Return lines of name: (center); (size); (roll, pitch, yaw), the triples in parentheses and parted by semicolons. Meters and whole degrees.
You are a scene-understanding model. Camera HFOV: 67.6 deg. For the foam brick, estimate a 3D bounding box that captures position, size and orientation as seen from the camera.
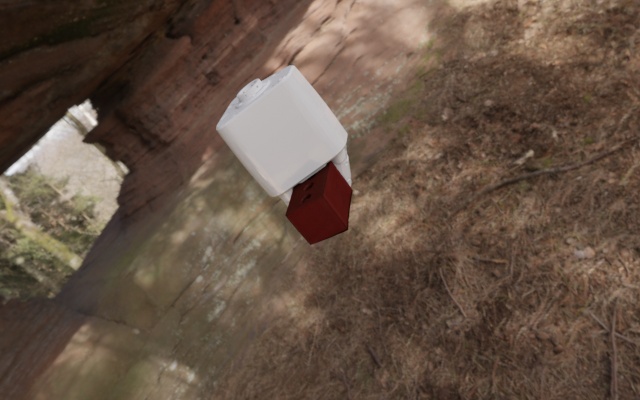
foam brick: (0.000, 0.002, 0.549); (0.053, 0.051, 0.078); (-25, 29, 24)
